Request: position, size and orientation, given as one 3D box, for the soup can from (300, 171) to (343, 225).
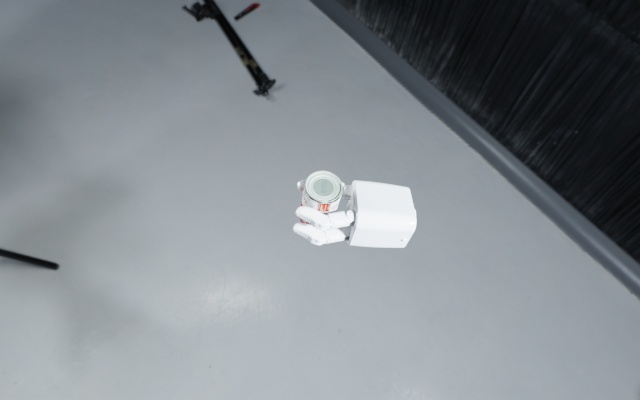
[{"bbox_3d":[0.000,0.002,0.848,0.068,0.068,0.102,0,-32,-8],"label":"soup can"}]
